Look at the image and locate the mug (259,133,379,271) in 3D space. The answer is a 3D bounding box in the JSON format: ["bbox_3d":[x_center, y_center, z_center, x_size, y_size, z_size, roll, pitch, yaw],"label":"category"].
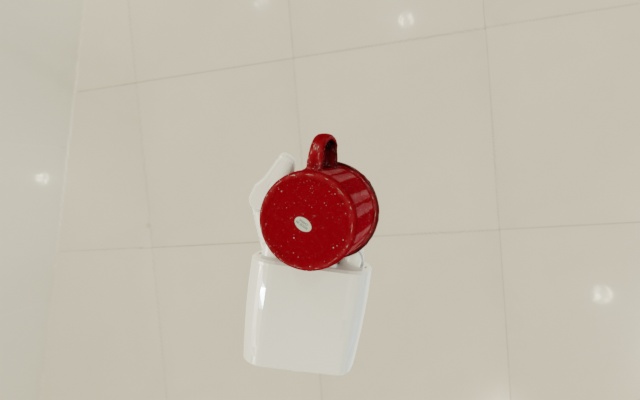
[{"bbox_3d":[0.000,0.000,0.409,0.093,0.117,0.081,8,8,14],"label":"mug"}]
